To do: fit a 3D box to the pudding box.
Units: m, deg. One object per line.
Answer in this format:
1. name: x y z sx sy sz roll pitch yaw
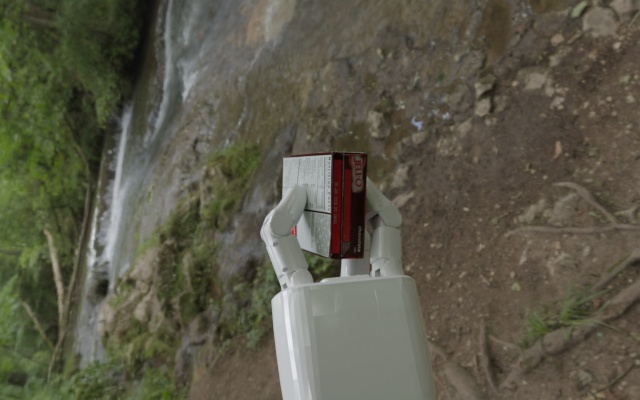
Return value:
1. pudding box: 0.000 0.001 0.438 0.039 0.090 0.113 1 3 -28
